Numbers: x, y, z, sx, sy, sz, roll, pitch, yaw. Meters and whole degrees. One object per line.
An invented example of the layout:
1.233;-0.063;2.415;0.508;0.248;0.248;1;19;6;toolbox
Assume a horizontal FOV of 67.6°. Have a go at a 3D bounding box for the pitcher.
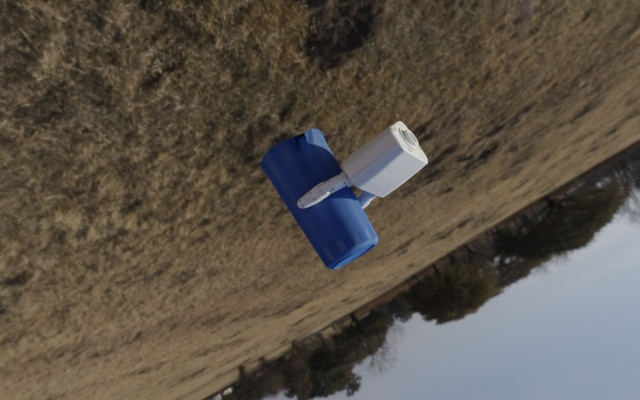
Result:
0.000;0.003;0.891;0.145;0.242;0.149;-37;-16;25;pitcher
